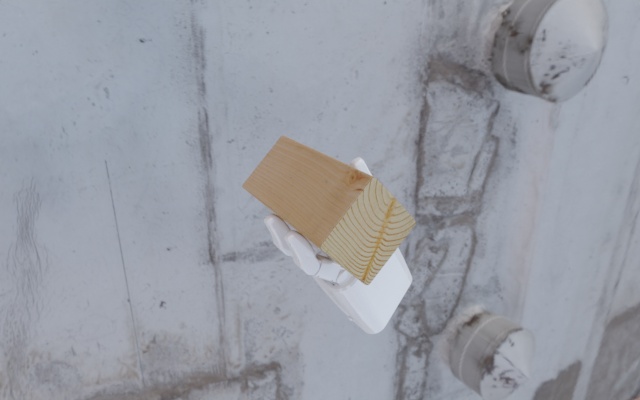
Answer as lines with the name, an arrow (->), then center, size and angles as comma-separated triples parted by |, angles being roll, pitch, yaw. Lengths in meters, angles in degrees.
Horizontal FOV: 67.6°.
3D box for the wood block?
wood block -> 0.001, 0.002, 0.571 | 0.090, 0.091, 0.206 | 42, -6, -36
